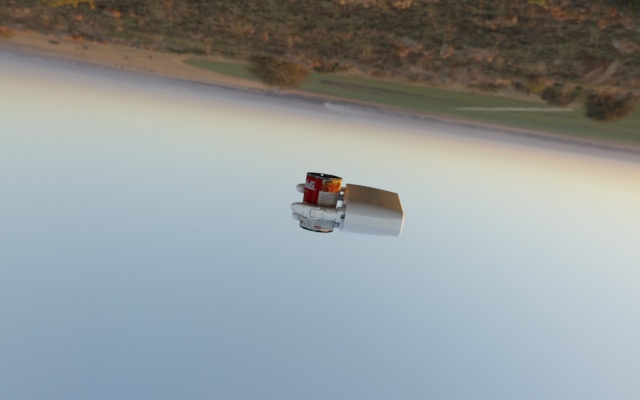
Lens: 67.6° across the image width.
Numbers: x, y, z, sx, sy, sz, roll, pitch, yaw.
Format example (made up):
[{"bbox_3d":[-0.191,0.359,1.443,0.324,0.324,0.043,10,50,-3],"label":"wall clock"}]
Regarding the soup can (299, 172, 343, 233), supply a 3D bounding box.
[{"bbox_3d":[0.000,0.003,0.889,0.068,0.102,0.068,9,9,-1],"label":"soup can"}]
